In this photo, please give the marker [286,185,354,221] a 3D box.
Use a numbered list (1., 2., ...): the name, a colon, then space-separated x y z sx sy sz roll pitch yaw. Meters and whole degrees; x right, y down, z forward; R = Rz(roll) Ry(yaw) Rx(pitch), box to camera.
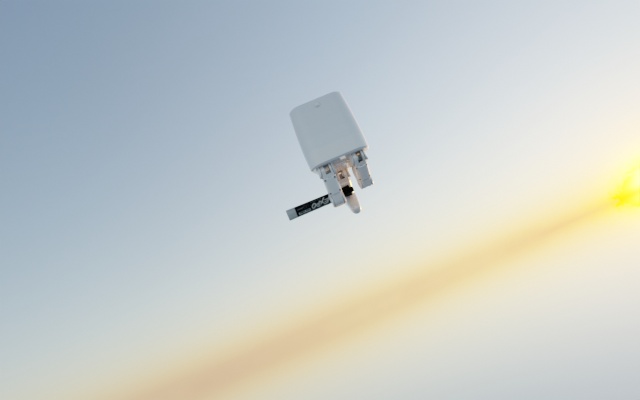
1. marker: 0.000 0.003 0.810 0.121 0.020 0.020 -23 1 -3
